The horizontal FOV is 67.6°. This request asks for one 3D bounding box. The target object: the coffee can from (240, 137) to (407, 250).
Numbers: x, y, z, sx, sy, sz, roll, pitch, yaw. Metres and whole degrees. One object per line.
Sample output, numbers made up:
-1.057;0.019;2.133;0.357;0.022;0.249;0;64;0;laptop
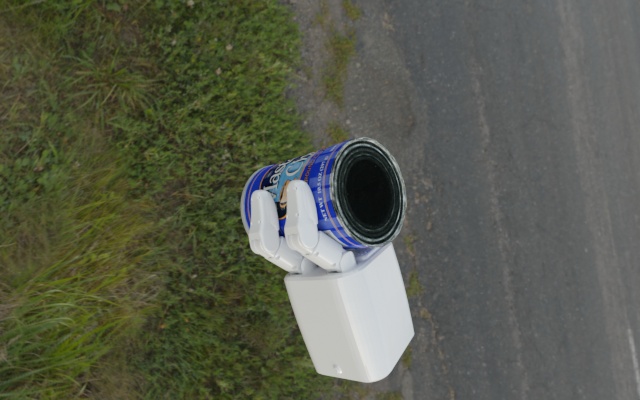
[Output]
0.000;0.001;0.485;0.103;0.103;0.140;0;-8;-43;coffee can
